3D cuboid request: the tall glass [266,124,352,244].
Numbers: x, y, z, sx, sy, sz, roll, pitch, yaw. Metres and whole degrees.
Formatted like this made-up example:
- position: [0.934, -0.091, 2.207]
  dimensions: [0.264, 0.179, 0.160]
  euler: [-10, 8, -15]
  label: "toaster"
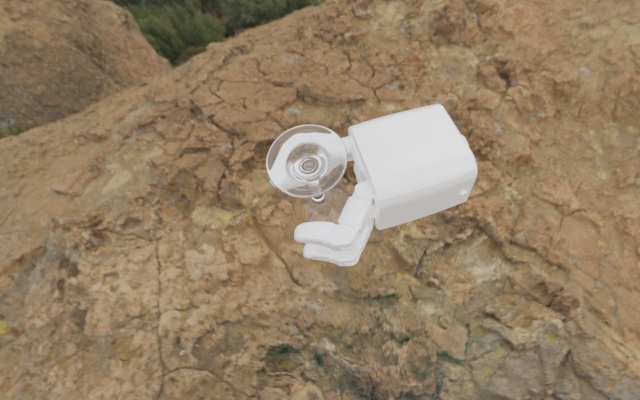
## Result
- position: [0.000, 0.001, 0.519]
  dimensions: [0.079, 0.079, 0.201]
  euler: [0, -23, 7]
  label: "tall glass"
